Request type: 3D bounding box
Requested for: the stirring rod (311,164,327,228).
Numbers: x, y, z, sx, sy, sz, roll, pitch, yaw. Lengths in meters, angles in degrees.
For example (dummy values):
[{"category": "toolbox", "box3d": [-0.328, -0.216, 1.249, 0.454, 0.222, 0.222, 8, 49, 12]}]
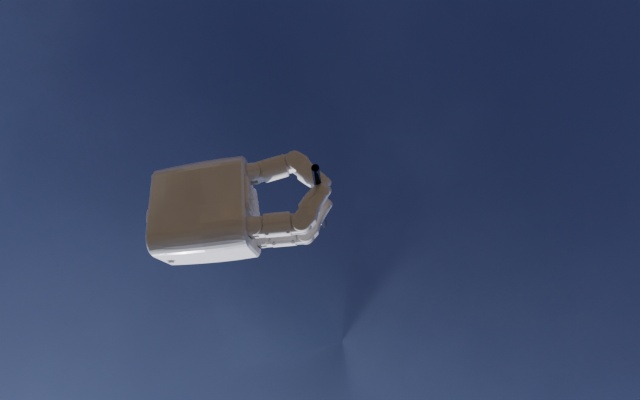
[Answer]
[{"category": "stirring rod", "box3d": [0.000, 0.002, 0.583, 0.011, 0.011, 0.240, 0, -16, 3]}]
